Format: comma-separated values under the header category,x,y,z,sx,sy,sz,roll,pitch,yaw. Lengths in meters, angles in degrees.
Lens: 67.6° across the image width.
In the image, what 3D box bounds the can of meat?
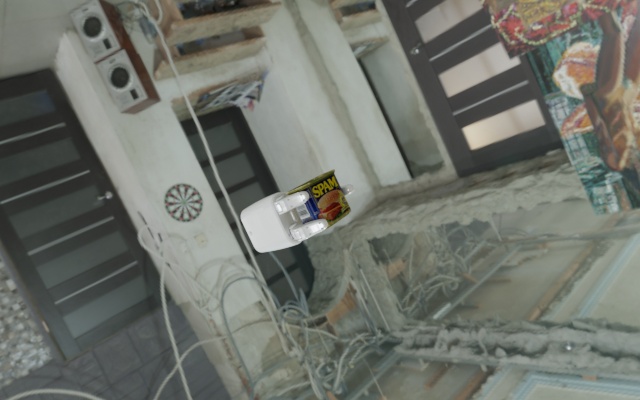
category,x,y,z,sx,sy,sz,roll,pitch,yaw
can of meat,0.000,0.003,0.840,0.057,0.084,0.102,-21,7,41
